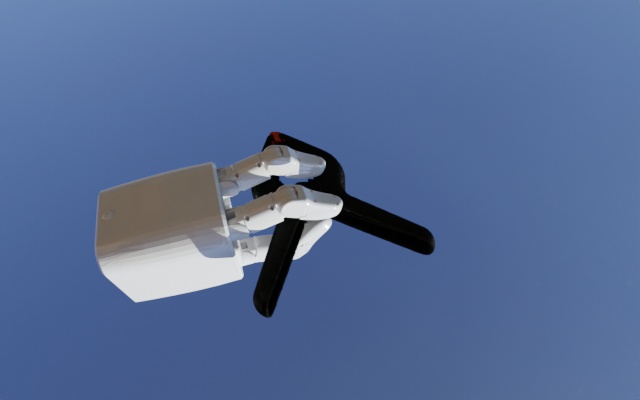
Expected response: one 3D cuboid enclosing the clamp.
[{"bbox_3d":[0.000,0.002,0.461,0.164,0.209,0.036,-13,-43,-9],"label":"clamp"}]
